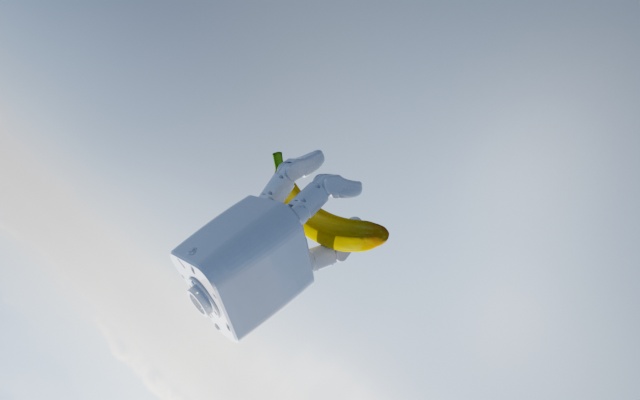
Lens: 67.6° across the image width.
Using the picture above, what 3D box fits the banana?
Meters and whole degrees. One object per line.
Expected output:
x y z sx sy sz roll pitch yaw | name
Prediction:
-0.003 0.015 0.550 0.037 0.070 0.197 -24 45 -34 | banana
